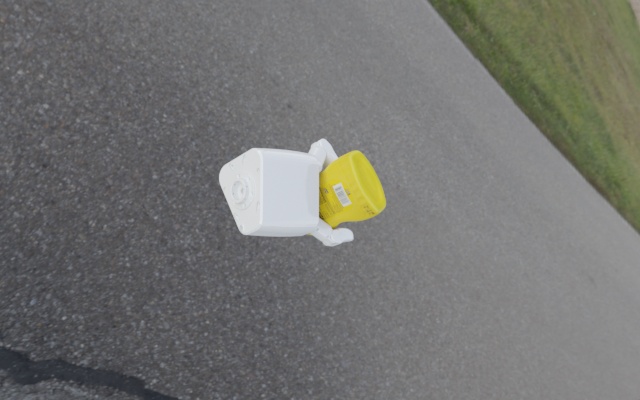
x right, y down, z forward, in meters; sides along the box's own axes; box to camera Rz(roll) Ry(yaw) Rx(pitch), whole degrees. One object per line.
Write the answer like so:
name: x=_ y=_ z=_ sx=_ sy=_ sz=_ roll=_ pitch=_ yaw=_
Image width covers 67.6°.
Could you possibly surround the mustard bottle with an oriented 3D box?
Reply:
mustard bottle: x=0.001 y=0.002 z=0.726 sx=0.192 sy=0.096 sz=0.058 roll=-24 pitch=7 yaw=38
